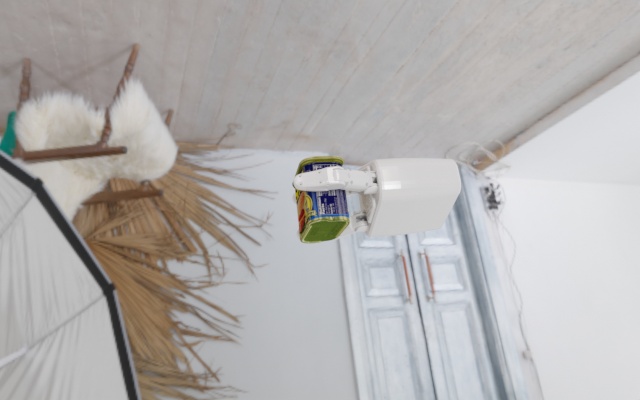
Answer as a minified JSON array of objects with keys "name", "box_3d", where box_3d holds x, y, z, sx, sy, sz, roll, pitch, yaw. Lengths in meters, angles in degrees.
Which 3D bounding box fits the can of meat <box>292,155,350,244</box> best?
[{"name":"can of meat","box_3d":[0.000,0.002,0.615,0.057,0.084,0.102,-3,-20,-13]}]
